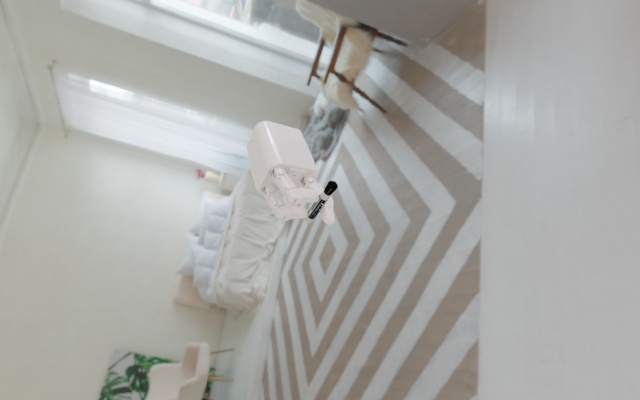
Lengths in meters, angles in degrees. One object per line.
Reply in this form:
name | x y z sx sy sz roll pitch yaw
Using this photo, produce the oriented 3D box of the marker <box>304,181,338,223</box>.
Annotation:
marker | 0.000 0.003 0.863 0.020 0.020 0.121 0 -33 -28
